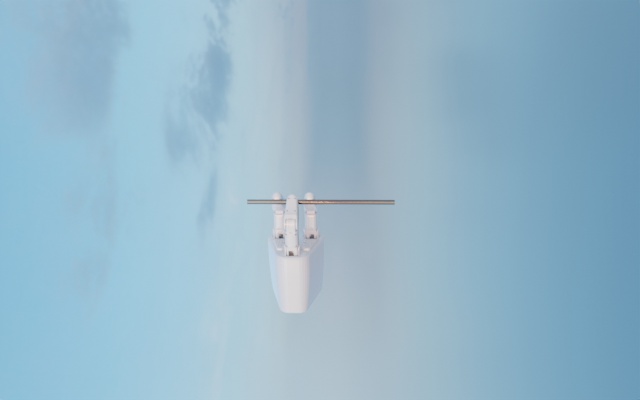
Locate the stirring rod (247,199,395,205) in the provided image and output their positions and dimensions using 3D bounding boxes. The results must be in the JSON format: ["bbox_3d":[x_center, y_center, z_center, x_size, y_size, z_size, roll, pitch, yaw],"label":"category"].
[{"bbox_3d":[0.000,0.003,0.781,0.239,0.011,0.011,0,0,2],"label":"stirring rod"}]
